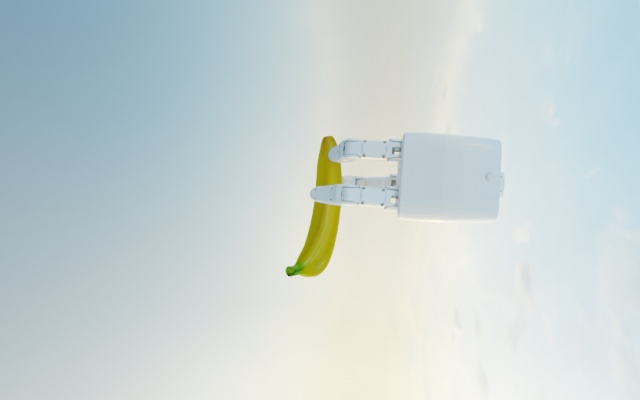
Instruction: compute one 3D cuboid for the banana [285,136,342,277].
[{"bbox_3d":[0.003,0.015,0.584,0.037,0.197,0.070,4,-32,15],"label":"banana"}]
